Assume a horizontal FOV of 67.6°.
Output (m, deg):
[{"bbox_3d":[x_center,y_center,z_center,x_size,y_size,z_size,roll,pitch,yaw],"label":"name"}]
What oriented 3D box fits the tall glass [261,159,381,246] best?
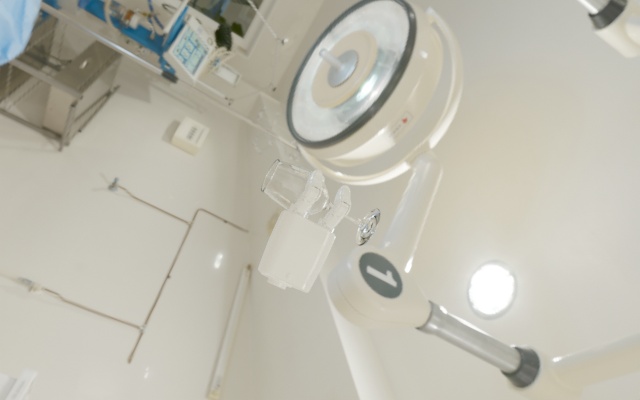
[{"bbox_3d":[0.001,0.003,0.820,0.201,0.079,0.079,28,-8,-15],"label":"tall glass"}]
